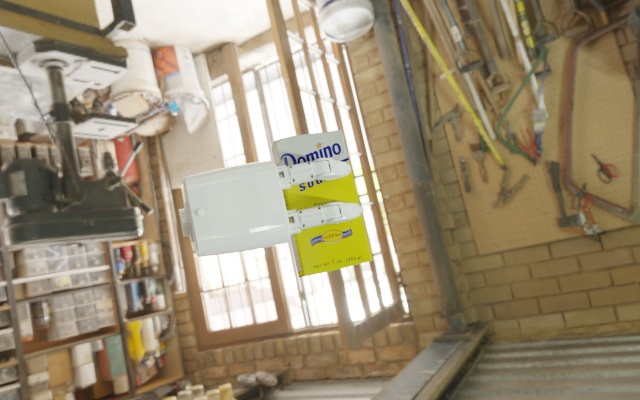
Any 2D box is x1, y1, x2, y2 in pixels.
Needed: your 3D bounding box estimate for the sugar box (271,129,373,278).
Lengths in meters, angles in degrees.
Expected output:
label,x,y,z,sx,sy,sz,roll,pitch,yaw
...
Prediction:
label,x,y,z,sx,sy,sz,roll,pitch,yaw
sugar box,0.000,0.002,0.612,0.093,0.176,0.048,-11,-7,-14
